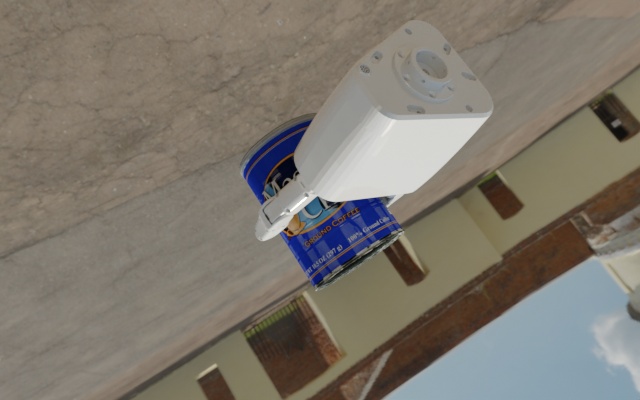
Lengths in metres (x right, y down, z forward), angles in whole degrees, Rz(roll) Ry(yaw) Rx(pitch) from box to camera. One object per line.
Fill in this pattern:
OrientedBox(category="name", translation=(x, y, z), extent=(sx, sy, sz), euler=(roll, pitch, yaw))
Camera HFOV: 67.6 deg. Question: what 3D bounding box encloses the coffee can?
OrientedBox(category="coffee can", translation=(0.000, 0.002, 0.468), extent=(0.103, 0.140, 0.103), euler=(-32, -12, -8))
